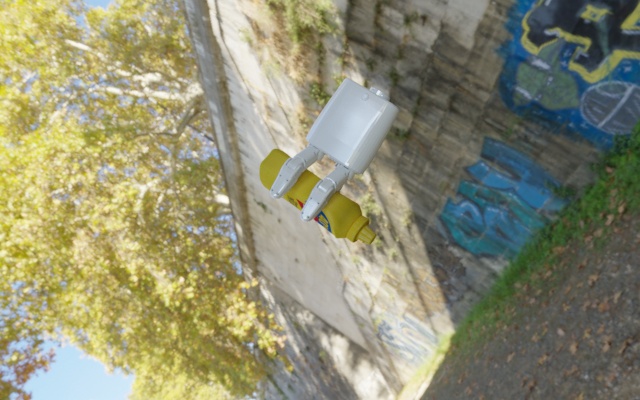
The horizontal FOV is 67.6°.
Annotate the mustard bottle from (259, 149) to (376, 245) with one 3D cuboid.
[{"bbox_3d":[0.000,0.002,0.700,0.191,0.058,0.096,35,-16,17],"label":"mustard bottle"}]
